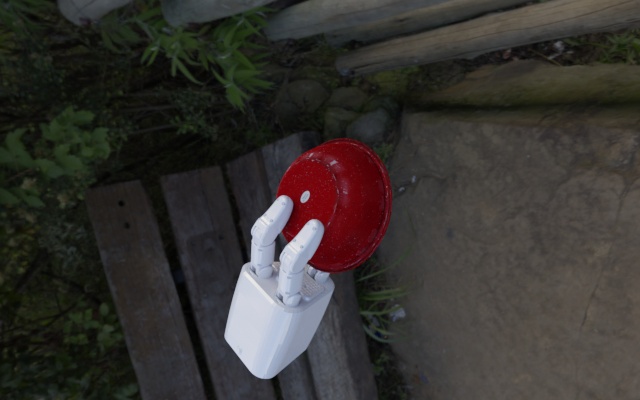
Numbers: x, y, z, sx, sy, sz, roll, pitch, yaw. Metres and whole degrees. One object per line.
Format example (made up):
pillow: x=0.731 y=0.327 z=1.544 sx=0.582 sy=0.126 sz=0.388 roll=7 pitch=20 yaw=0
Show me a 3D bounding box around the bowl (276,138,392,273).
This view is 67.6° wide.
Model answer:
bowl: x=0.000 y=0.000 z=0.550 sx=0.162 sy=0.162 sz=0.055 roll=0 pitch=-8 yaw=40
